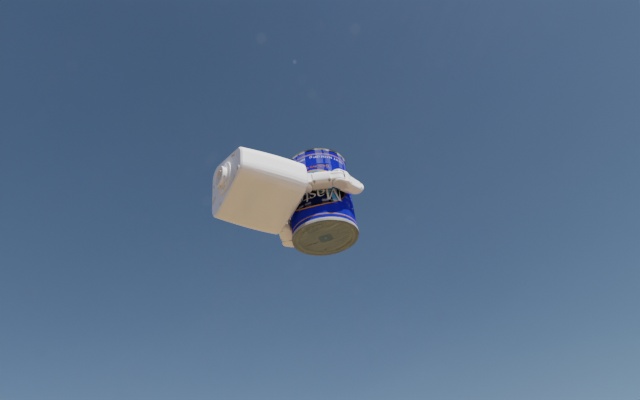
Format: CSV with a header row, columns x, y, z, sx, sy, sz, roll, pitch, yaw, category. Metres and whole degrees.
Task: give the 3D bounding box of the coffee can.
x,y,z,sx,sy,sz,roll,pitch,yaw,category
0.000,0.003,0.763,0.103,0.140,0.103,-5,-36,-4,coffee can
